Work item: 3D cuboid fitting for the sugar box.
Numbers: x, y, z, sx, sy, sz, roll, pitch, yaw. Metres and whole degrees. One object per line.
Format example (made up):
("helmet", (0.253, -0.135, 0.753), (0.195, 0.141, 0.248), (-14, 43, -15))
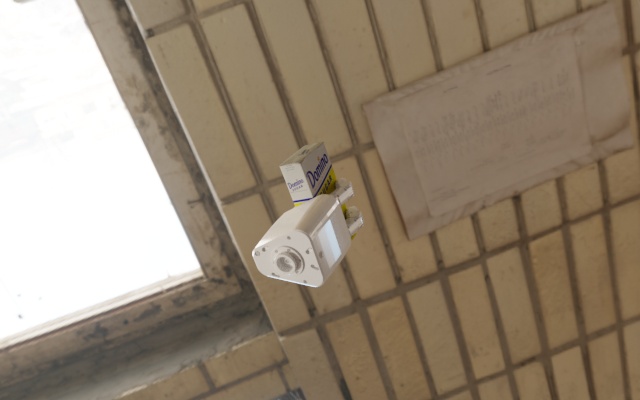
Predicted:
("sugar box", (0.001, 0.003, 0.779), (0.048, 0.176, 0.093), (-7, 23, 29))
